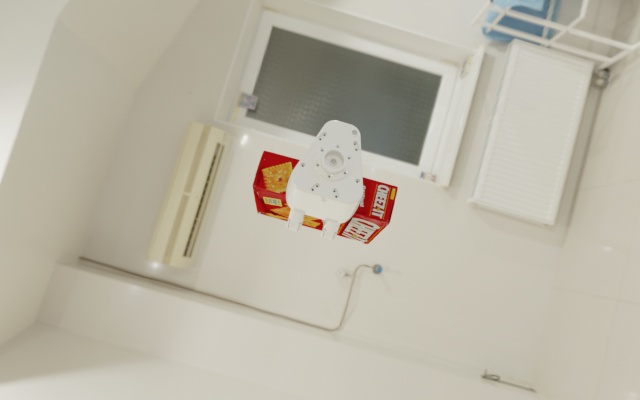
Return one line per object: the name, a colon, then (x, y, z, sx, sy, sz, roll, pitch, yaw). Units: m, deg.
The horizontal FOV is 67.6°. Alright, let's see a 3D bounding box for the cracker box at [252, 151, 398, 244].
cracker box: (0.000, 0.002, 0.789, 0.214, 0.072, 0.164, 16, -17, -1)
